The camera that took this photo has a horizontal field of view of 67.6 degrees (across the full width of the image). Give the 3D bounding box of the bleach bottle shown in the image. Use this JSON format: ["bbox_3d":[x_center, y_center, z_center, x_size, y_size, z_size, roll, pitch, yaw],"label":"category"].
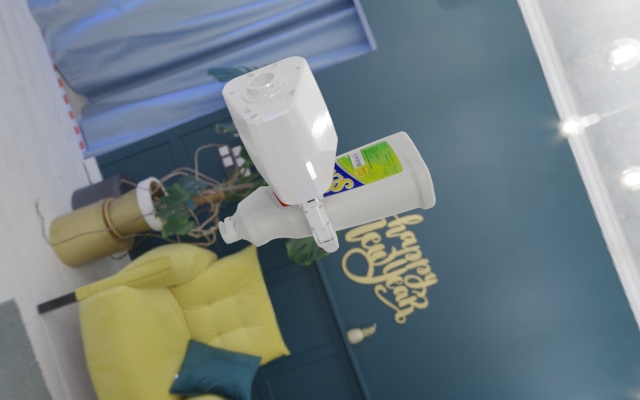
[{"bbox_3d":[0.000,0.002,0.573,0.251,0.068,0.102,-20,42,3],"label":"bleach bottle"}]
